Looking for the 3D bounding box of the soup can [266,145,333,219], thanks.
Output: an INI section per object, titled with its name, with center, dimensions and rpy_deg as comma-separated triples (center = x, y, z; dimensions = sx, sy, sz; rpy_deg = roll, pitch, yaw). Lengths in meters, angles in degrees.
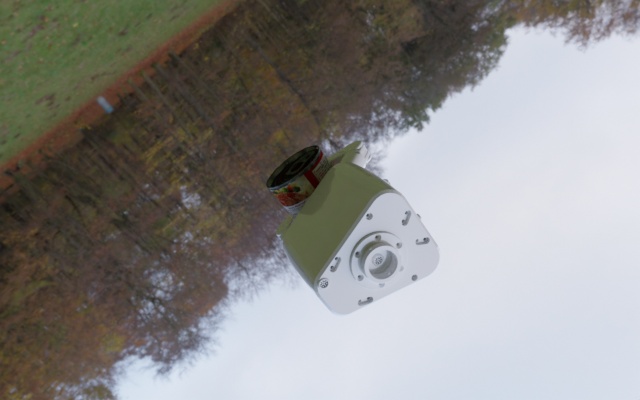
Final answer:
[soup can]
center = 0.000, 0.002, 0.509
dimensions = 0.068, 0.102, 0.068
rpy_deg = -32, 23, 15
